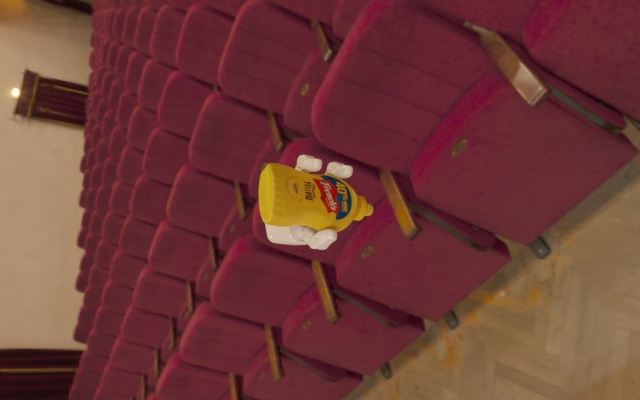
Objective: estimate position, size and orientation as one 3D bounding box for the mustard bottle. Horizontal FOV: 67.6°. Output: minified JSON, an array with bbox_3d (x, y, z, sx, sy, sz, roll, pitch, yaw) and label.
[{"bbox_3d":[0.000,0.002,0.758,0.191,0.096,0.058,10,-35,-28],"label":"mustard bottle"}]
